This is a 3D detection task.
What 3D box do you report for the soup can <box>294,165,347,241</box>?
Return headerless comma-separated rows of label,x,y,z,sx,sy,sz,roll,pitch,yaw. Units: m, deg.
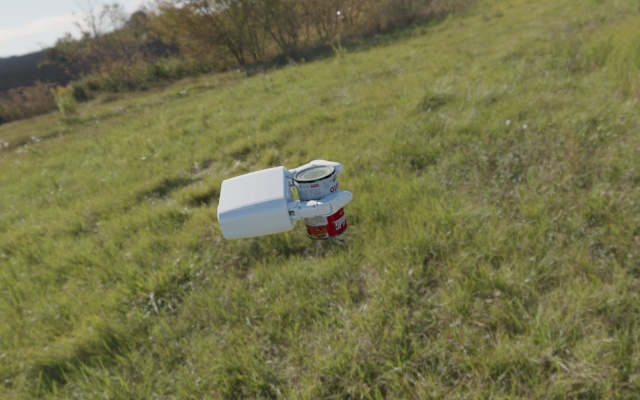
soup can,0.001,0.002,0.754,0.068,0.102,0.068,-11,22,5
